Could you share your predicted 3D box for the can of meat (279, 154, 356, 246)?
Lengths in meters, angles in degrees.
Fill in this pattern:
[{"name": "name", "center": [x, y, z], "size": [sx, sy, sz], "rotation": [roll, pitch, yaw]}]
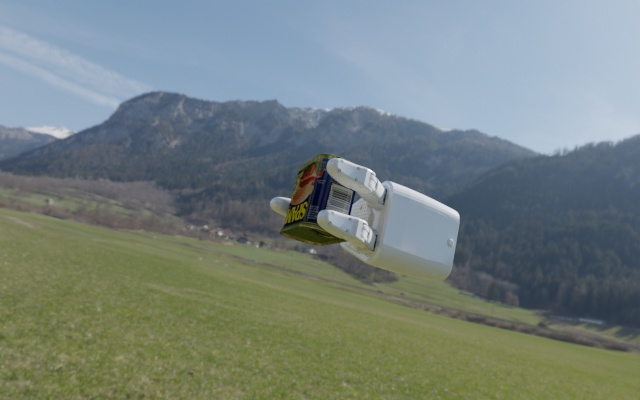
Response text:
[{"name": "can of meat", "center": [0.000, 0.001, 0.542], "size": [0.057, 0.084, 0.102], "rotation": [19, -15, -18]}]
